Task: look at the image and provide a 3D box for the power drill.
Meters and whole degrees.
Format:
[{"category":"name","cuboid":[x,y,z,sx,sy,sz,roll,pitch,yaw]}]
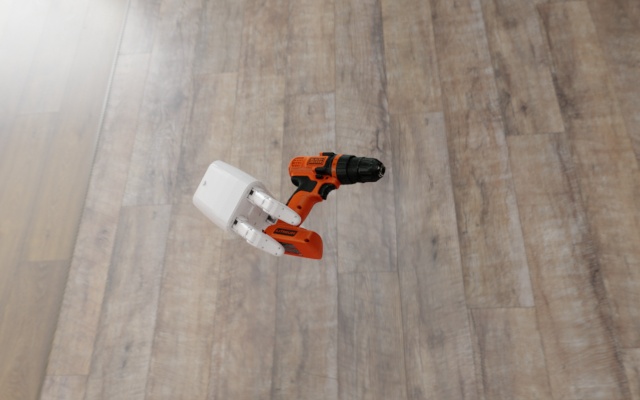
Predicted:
[{"category":"power drill","cuboid":[0.000,0.003,0.779,0.184,0.187,0.057,3,-36,37]}]
